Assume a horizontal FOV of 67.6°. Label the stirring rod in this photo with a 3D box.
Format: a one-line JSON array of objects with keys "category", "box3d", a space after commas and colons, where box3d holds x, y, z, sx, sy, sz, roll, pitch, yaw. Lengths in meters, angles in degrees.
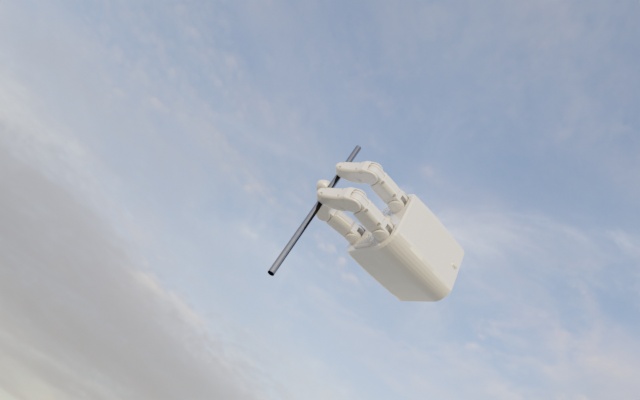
[{"category": "stirring rod", "box3d": [0.000, 0.002, 0.579, 0.011, 0.011, 0.239, 0, 38, 34]}]
